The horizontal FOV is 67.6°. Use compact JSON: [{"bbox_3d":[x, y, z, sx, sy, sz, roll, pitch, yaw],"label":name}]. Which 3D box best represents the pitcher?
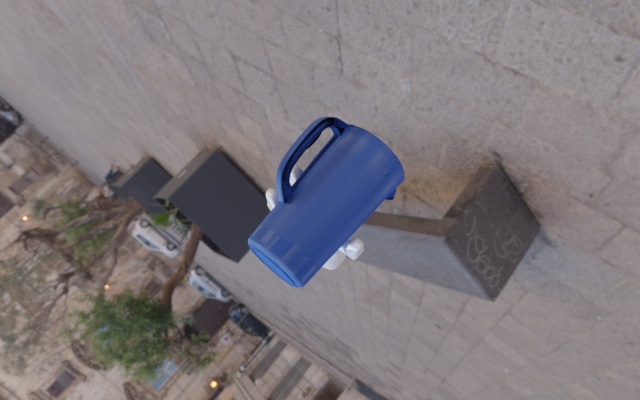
[{"bbox_3d":[0.000,0.002,0.724,0.149,0.242,0.145,37,-17,16],"label":"pitcher"}]
